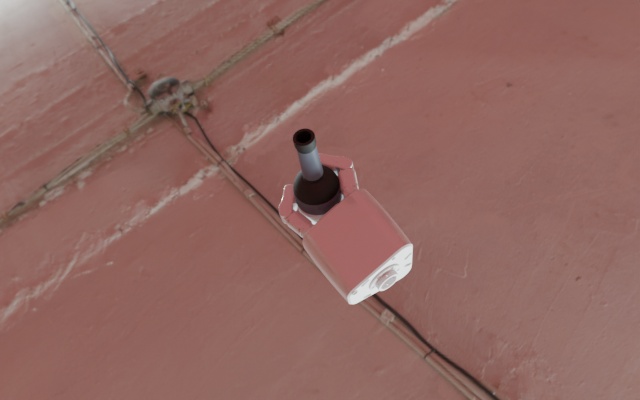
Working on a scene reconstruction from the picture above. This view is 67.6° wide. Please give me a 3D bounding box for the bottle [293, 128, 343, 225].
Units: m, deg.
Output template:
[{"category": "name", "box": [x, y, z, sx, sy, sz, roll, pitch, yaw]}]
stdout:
[{"category": "bottle", "box": [0.000, 0.002, 0.694, 0.069, 0.069, 0.296, 0, -32, 9]}]
